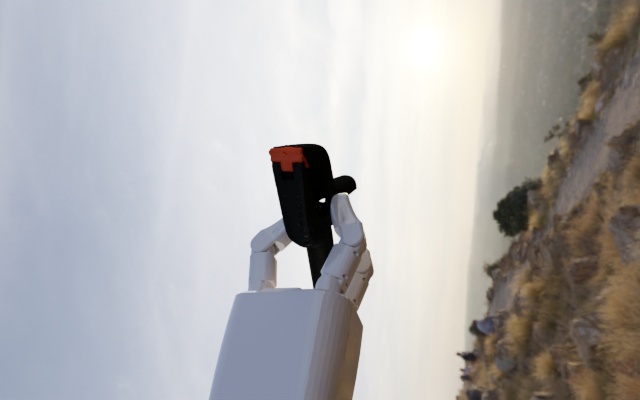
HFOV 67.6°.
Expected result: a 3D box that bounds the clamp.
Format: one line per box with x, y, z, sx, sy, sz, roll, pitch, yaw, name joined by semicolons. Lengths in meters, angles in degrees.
-0.001;0.001;0.462;0.036;0.164;0.210;1;-33;16;clamp
